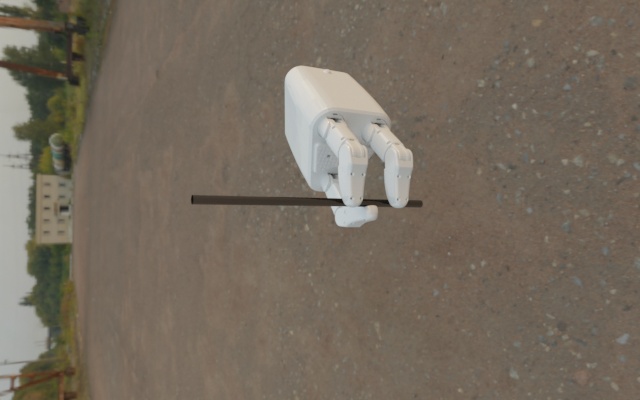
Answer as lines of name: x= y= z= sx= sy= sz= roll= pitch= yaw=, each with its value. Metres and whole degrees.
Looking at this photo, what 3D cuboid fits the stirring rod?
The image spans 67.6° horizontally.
stirring rod: x=0.000 y=0.001 z=0.451 sx=0.239 sy=0.011 sz=0.011 roll=1 pitch=-1 yaw=-28
